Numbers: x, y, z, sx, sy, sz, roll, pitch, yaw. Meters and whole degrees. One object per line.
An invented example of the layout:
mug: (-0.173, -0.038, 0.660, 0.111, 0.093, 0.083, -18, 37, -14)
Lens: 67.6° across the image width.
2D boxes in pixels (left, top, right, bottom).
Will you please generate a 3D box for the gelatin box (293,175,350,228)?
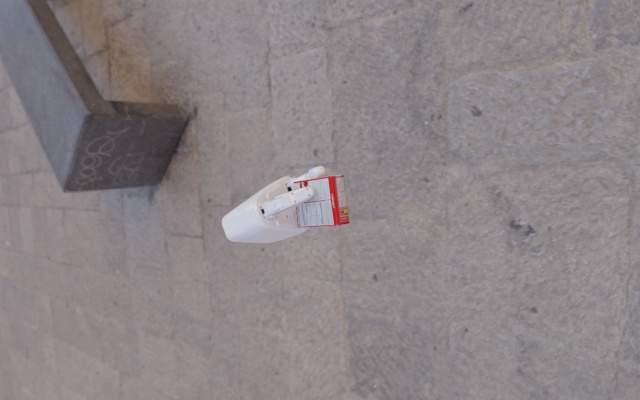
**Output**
gelatin box: (0.000, 0.002, 0.723, 0.030, 0.073, 0.089, -7, 0, -44)
